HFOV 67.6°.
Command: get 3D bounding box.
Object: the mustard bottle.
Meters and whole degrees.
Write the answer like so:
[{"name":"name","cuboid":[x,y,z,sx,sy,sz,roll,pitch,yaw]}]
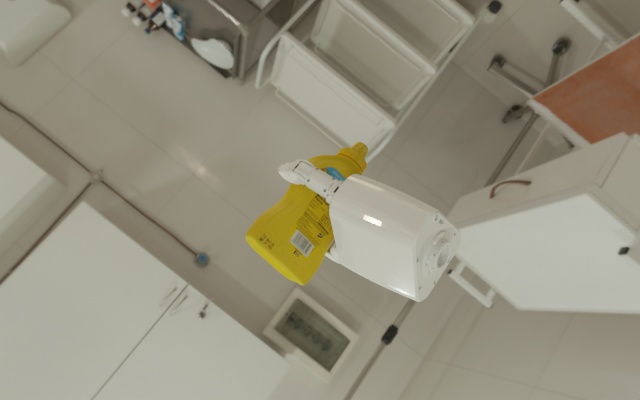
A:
[{"name":"mustard bottle","cuboid":[0.000,0.002,0.590,0.096,0.191,0.058,47,-19,-27]}]
